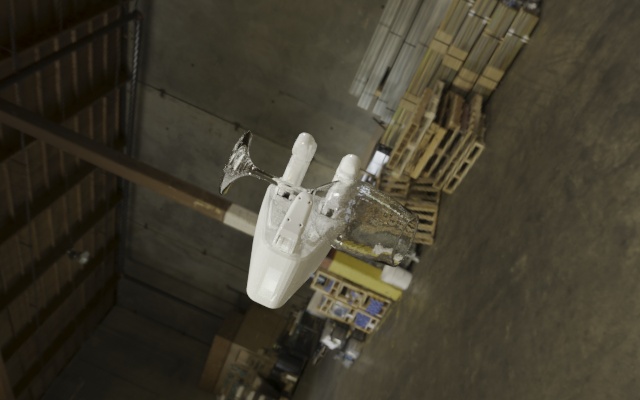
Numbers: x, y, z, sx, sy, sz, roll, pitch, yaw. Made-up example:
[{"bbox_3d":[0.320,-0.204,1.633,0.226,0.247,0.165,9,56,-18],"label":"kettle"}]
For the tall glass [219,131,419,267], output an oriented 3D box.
[{"bbox_3d":[-0.001,0.001,0.505,0.201,0.079,0.079,24,0,0],"label":"tall glass"}]
